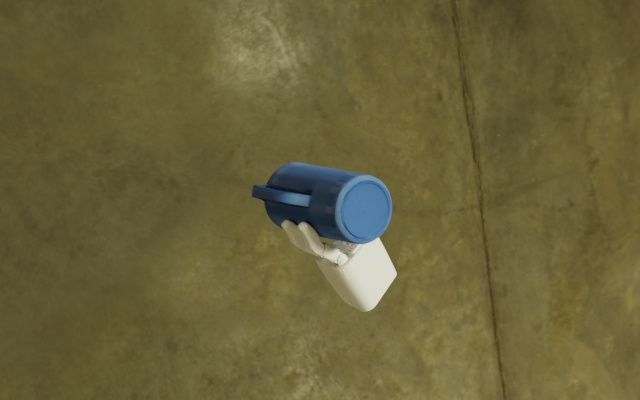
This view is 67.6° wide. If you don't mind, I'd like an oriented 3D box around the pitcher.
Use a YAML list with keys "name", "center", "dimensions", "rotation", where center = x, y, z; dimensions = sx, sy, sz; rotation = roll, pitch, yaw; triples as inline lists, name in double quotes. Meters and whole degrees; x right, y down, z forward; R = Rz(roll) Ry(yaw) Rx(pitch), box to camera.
- name: "pitcher"
  center: [0.000, 0.003, 0.820]
  dimensions: [0.149, 0.145, 0.243]
  rotation: [-40, 23, -21]
